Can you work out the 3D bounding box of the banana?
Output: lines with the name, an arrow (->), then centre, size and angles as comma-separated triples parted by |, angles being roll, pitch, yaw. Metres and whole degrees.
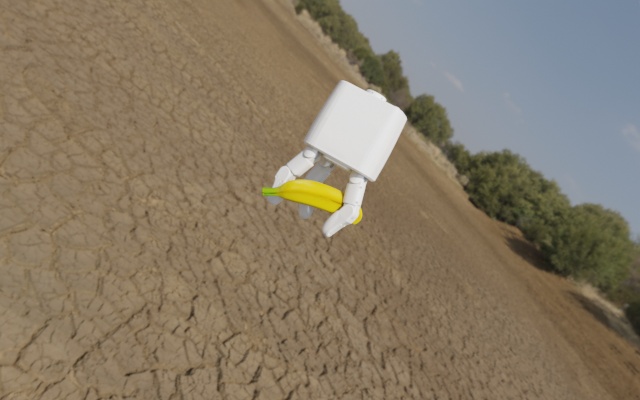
banana -> 0.011, 0.002, 0.708 | 0.198, 0.037, 0.069 | 21, -13, -42
